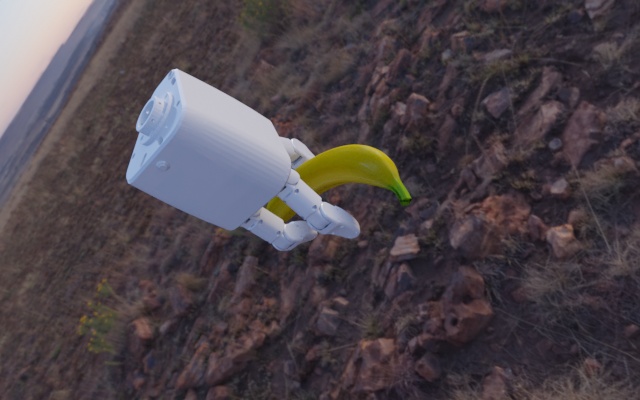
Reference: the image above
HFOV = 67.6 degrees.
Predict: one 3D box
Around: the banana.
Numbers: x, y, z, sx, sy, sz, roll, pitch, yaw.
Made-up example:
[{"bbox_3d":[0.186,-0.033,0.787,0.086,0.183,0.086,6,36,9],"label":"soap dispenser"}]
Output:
[{"bbox_3d":[0.004,-0.017,0.490,0.037,0.069,0.198,22,-24,-40],"label":"banana"}]
